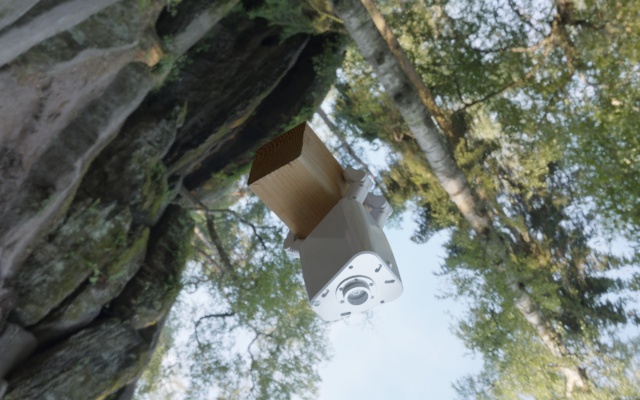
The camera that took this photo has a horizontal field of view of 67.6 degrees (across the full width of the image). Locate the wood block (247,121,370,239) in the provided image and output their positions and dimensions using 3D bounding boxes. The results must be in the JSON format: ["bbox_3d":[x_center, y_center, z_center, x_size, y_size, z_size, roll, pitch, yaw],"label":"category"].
[{"bbox_3d":[0.000,0.003,0.686,0.091,0.206,0.090,-26,34,23],"label":"wood block"}]
